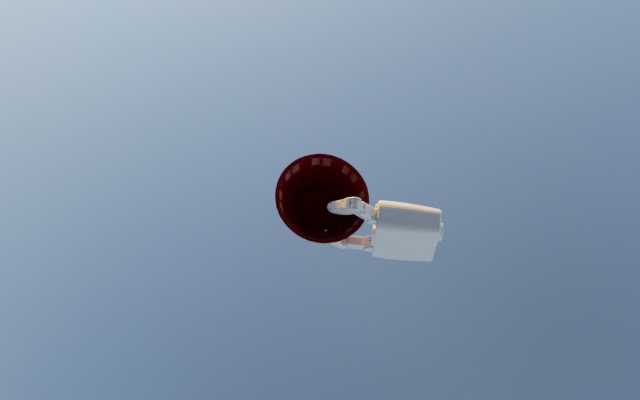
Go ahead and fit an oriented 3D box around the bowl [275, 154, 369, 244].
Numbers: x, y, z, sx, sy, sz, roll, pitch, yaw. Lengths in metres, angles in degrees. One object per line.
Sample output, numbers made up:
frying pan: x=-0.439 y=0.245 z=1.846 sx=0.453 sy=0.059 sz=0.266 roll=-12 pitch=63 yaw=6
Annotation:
bowl: x=-0.001 y=0.002 z=0.826 sx=0.162 sy=0.162 sz=0.055 roll=0 pitch=-20 yaw=-10
